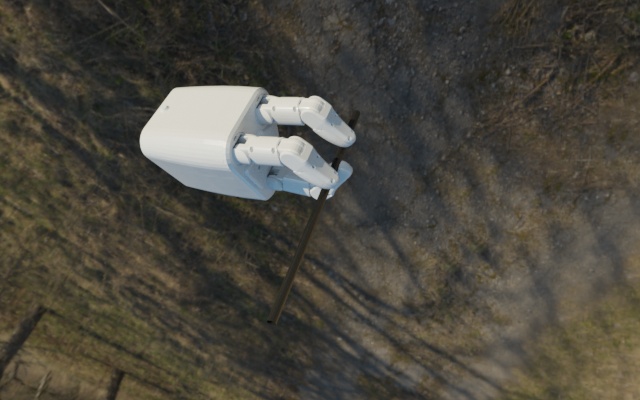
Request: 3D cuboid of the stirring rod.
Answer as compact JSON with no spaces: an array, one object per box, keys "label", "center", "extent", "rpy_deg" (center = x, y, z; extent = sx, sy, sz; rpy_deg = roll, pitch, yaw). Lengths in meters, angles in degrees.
[{"label":"stirring rod","center":[0.000,0.001,0.434],"extent":[0.011,0.239,0.011],"rpy_deg":[15,-34,10]}]
